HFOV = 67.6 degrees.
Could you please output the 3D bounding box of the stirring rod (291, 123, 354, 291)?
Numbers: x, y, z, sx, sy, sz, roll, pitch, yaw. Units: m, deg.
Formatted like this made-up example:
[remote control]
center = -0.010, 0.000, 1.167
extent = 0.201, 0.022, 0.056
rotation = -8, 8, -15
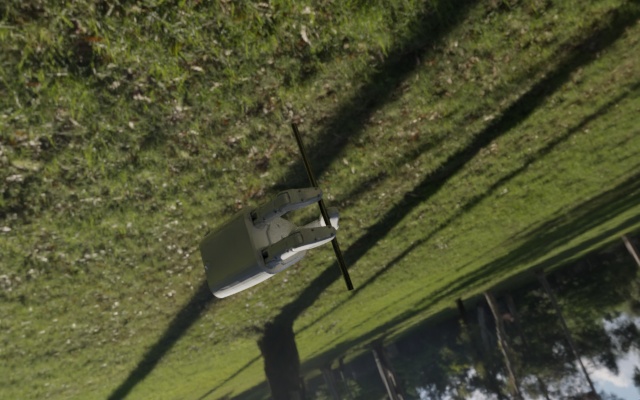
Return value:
[stirring rod]
center = 0.000, 0.002, 0.625
extent = 0.011, 0.239, 0.011
rotation = -17, -19, -6
